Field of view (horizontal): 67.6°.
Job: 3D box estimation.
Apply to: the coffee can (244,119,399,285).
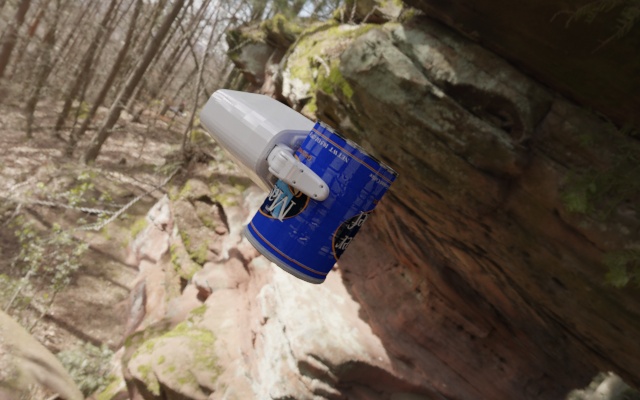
[{"bbox_3d":[0.000,0.002,0.503,0.103,0.140,0.103,34,7,-4],"label":"coffee can"}]
